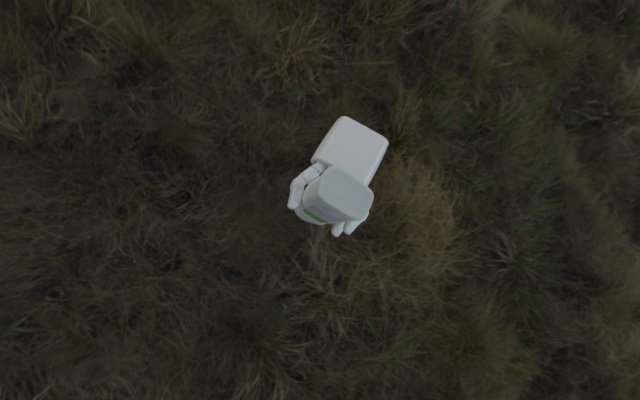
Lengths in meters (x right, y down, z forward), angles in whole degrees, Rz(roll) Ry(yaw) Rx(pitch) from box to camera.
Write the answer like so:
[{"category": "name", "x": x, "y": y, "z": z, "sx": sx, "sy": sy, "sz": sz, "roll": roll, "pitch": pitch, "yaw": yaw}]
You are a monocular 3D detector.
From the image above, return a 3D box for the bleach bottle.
[{"category": "bleach bottle", "x": 0.000, "y": 0.003, "z": 0.891, "sx": 0.102, "sy": 0.068, "sz": 0.251, "roll": 33, "pitch": -17, "yaw": -14}]
